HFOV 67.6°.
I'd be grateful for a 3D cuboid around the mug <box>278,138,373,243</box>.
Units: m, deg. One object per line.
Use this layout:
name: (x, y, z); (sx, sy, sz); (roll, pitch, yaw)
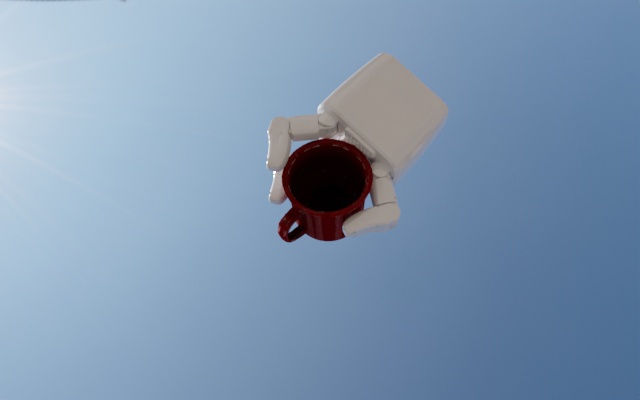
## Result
mug: (-0.001, 0.003, 0.516); (0.093, 0.117, 0.081); (37, -21, 19)
